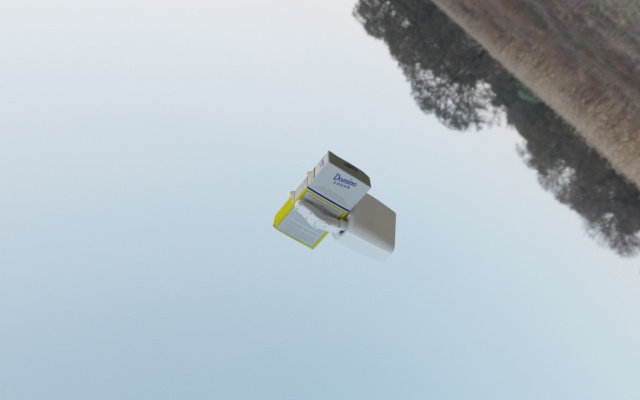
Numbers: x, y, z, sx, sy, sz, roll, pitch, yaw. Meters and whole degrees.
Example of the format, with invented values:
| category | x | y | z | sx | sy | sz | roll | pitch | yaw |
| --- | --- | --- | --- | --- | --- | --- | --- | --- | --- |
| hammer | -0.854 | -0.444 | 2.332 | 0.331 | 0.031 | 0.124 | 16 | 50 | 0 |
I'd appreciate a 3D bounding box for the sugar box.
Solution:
| category | x | y | z | sx | sy | sz | roll | pitch | yaw |
| --- | --- | --- | --- | --- | --- | --- | --- | --- | --- |
| sugar box | 0.000 | 0.003 | 0.851 | 0.093 | 0.176 | 0.048 | 31 | 29 | -20 |
